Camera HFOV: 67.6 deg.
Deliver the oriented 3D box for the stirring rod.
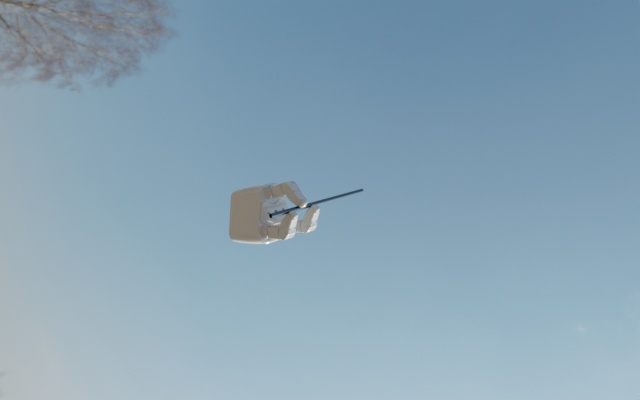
[{"bbox_3d":[0.000,0.003,0.889,0.239,0.011,0.011,-15,11,-43],"label":"stirring rod"}]
